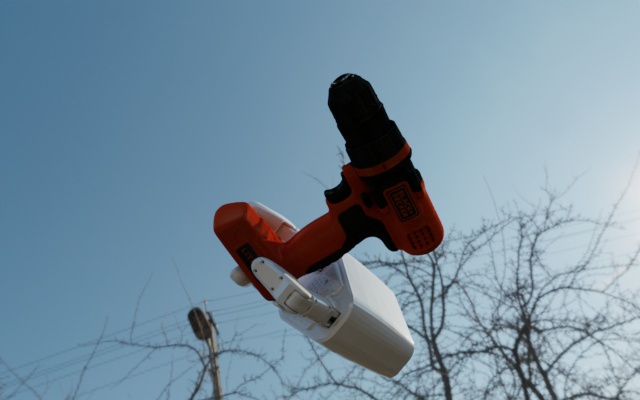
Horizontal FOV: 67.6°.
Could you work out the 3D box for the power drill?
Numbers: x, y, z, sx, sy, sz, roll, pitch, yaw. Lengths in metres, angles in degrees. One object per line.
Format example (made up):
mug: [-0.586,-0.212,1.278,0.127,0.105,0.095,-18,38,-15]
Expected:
power drill: [0.000,0.002,0.437,0.187,0.184,0.057,-26,22,13]
